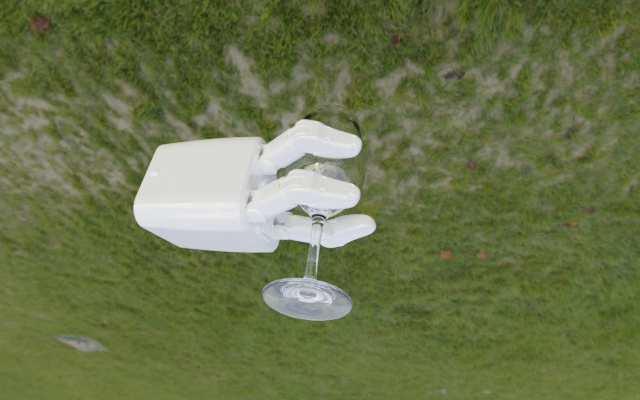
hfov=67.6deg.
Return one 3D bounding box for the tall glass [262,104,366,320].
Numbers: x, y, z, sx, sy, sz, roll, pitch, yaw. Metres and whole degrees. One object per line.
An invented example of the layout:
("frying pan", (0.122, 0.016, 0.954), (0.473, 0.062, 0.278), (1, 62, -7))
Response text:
("tall glass", (0.000, 0.002, 0.441), (0.079, 0.201, 0.079), (6, -36, 4))
